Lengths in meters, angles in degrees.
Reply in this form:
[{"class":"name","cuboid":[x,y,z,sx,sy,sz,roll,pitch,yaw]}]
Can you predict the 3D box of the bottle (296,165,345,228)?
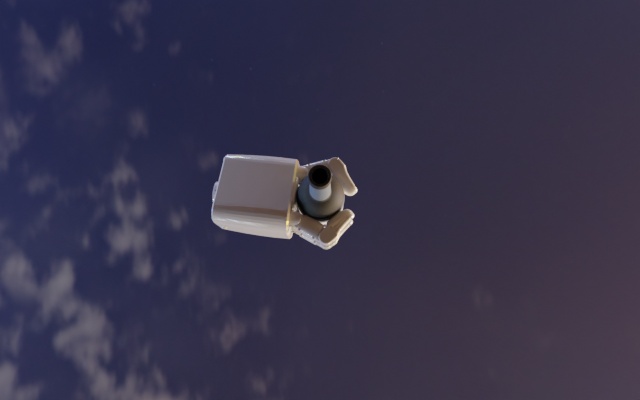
[{"class":"bottle","cuboid":[0.000,0.002,0.691,0.069,0.069,0.296,0,-12,0]}]
